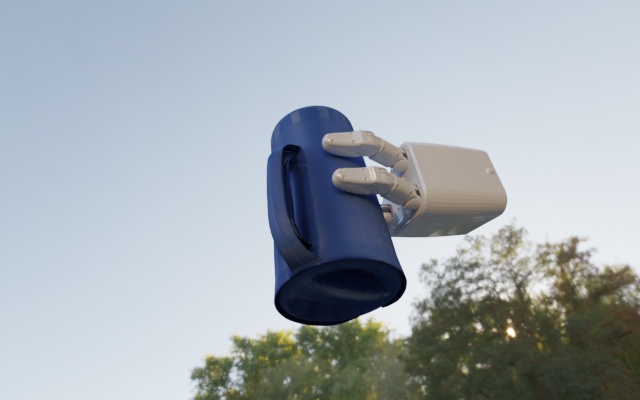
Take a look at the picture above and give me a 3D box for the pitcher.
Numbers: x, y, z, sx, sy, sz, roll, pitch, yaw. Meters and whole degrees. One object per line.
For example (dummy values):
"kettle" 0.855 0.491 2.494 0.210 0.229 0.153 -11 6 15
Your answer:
"pitcher" 0.000 0.002 0.535 0.145 0.242 0.149 2 -40 -15
